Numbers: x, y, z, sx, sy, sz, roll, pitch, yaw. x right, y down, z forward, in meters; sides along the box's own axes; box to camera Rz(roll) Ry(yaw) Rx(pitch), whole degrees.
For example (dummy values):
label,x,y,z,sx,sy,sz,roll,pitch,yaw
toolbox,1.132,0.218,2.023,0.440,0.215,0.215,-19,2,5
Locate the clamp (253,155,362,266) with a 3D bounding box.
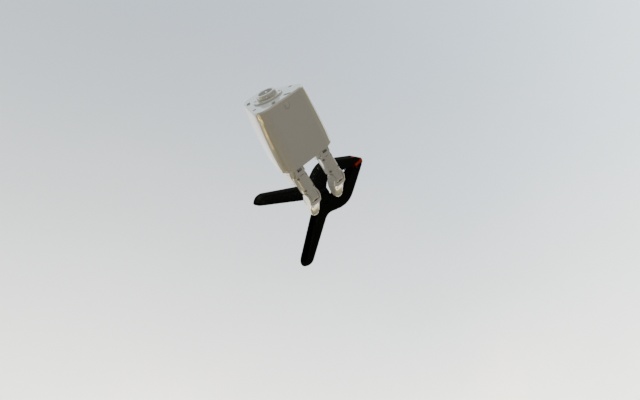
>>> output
label,x,y,z,sx,sy,sz,roll,pitch,yaw
clamp,0.000,0.002,0.832,0.210,0.165,0.036,-39,32,-21
